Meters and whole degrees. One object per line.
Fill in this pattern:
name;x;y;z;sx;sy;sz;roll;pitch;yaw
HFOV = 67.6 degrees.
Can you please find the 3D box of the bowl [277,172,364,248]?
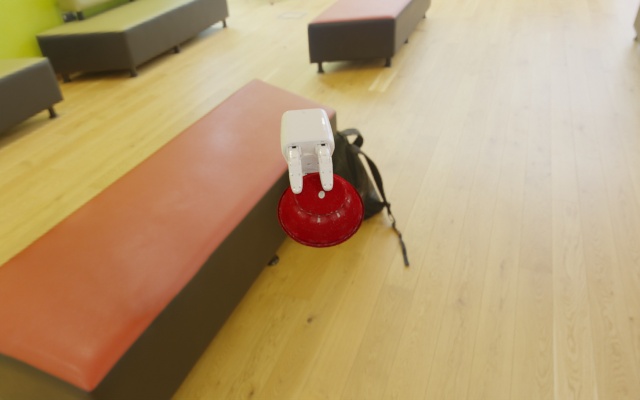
bowl;0.001;0.004;0.862;0.162;0.162;0.055;0;-33;1
